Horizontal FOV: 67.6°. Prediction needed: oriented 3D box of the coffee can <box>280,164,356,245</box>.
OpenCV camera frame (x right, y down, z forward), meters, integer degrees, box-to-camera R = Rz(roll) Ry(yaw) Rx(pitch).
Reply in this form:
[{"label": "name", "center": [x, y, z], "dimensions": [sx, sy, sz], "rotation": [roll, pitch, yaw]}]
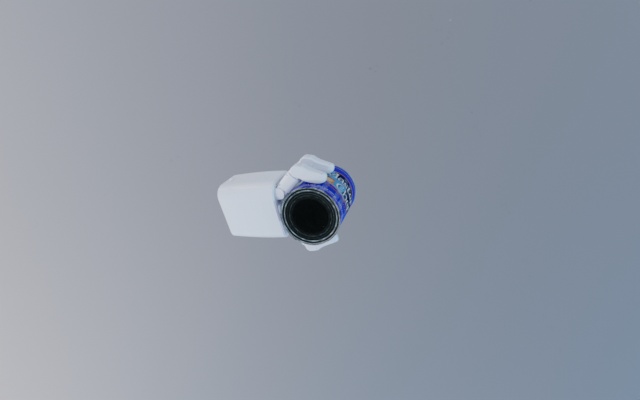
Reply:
[{"label": "coffee can", "center": [0.000, 0.003, 0.839], "dimensions": [0.103, 0.103, 0.140], "rotation": [0, 20, 15]}]
